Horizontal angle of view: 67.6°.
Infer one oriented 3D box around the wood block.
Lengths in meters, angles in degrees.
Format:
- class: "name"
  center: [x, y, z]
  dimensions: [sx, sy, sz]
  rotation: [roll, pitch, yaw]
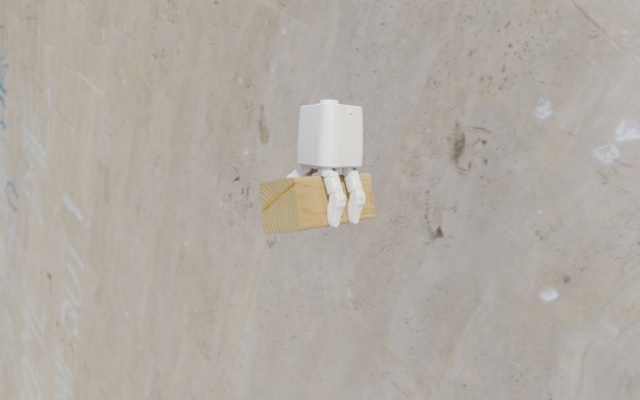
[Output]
- class: "wood block"
  center: [0.000, 0.002, 0.867]
  dimensions: [0.091, 0.090, 0.206]
  rotation: [-7, -1, 43]
